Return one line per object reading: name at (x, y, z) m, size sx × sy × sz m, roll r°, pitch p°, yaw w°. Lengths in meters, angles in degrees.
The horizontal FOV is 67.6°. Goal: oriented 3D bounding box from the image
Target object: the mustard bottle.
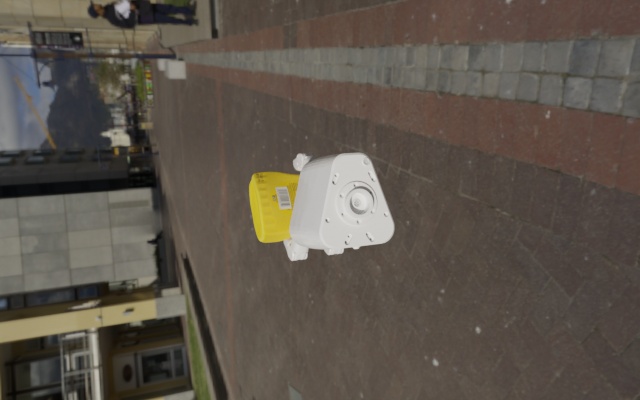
mustard bottle at (0.000, 0.002, 0.680) m, size 0.191 × 0.096 × 0.058 m, roll -5°, pitch -25°, yaw -20°
